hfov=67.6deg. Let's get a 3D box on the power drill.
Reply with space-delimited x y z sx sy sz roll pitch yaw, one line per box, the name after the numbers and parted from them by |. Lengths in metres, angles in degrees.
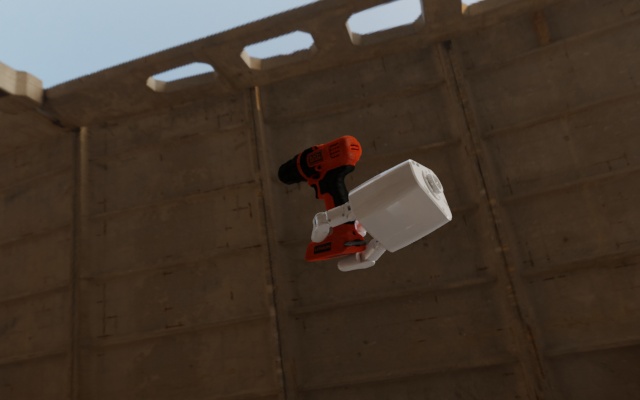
0.000 0.003 0.789 0.057 0.187 0.184 -2 -11 -42 | power drill
